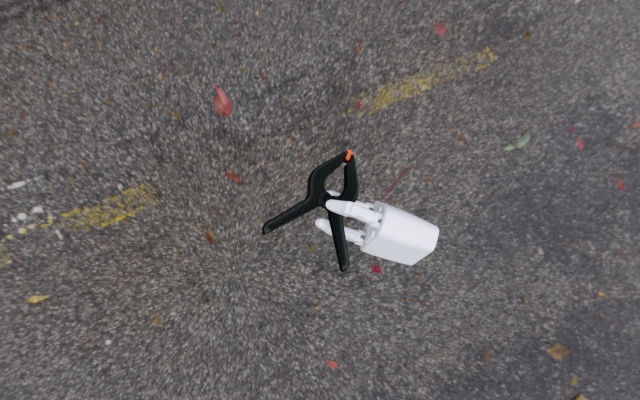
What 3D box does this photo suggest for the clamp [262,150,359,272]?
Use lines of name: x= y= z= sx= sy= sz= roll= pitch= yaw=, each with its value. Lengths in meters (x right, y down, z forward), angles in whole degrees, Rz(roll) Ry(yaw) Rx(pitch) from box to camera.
clamp: x=0.001 y=0.002 z=0.843 sx=0.164 sy=0.210 sz=0.036 roll=20 pitch=-11 yaw=-9
